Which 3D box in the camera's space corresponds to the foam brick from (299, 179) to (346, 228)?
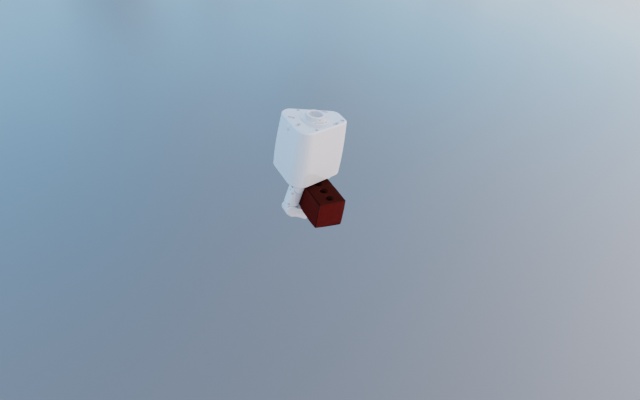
[{"bbox_3d":[0.000,0.003,0.840,0.053,0.051,0.078,-9,41,-29],"label":"foam brick"}]
